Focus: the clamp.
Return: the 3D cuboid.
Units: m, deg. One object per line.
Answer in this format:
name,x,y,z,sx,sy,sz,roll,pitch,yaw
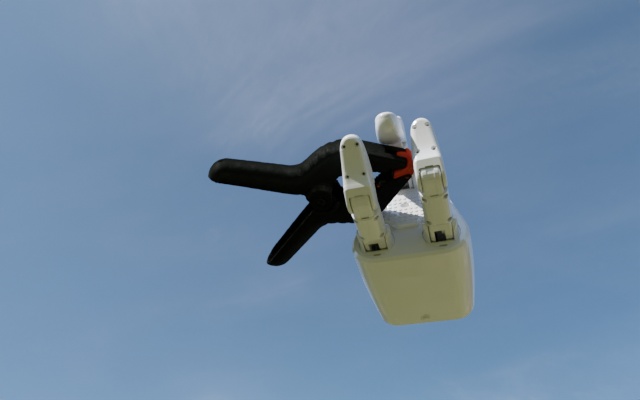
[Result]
clamp,0.000,0.001,0.420,0.171,0.120,0.039,-10,40,14
